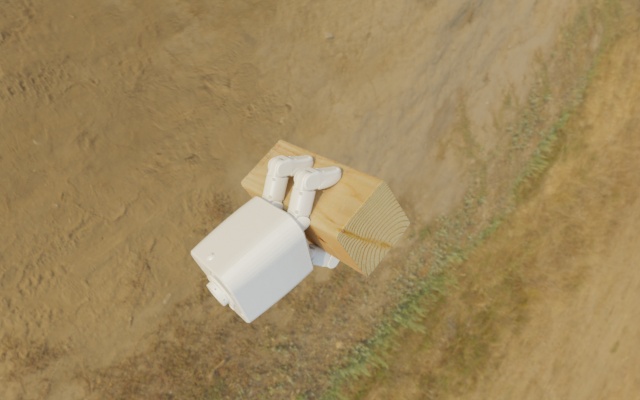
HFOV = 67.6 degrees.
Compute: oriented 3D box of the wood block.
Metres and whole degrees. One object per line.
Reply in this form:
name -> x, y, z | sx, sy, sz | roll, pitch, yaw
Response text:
wood block -> 0.000, 0.003, 0.625 | 0.206, 0.090, 0.091 | 27, -19, 45
